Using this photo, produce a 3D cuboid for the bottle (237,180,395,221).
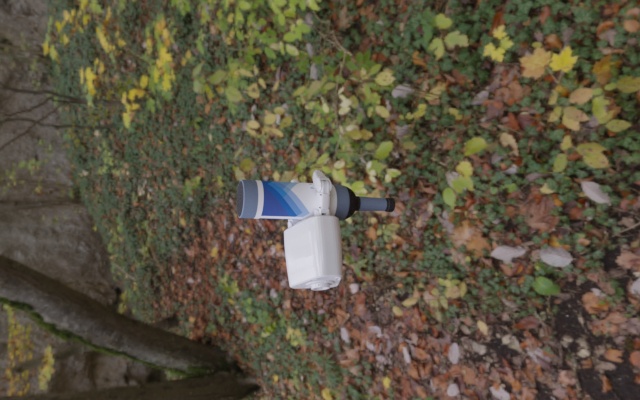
[{"bbox_3d":[0.000,0.003,0.869,0.296,0.069,0.069,2,-1,-20],"label":"bottle"}]
